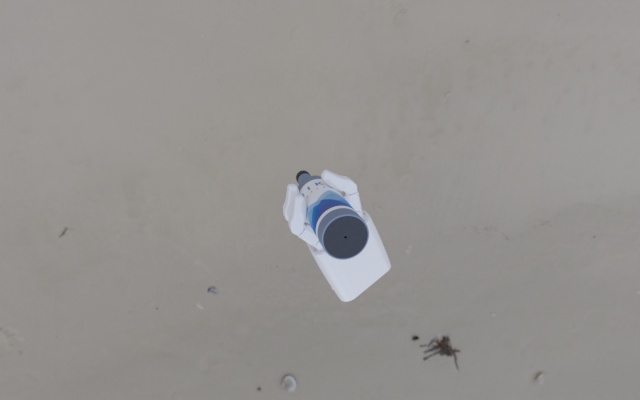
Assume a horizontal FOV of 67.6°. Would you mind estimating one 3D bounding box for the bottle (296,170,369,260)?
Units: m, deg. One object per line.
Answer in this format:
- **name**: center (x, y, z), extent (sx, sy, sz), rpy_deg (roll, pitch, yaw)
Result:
- **bottle**: center (0.000, 0.003, 0.770), extent (0.069, 0.069, 0.295), rpy_deg (0, 19, -14)
